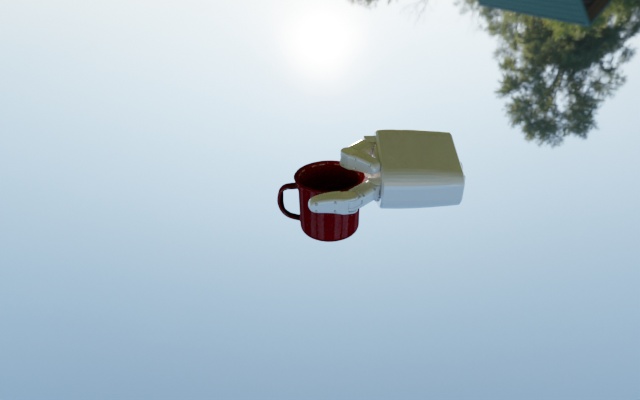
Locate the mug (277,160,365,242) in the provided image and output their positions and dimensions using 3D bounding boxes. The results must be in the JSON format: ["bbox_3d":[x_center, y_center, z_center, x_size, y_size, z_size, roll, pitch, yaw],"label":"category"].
[{"bbox_3d":[-0.001,0.002,0.643,0.117,0.081,0.093,-1,30,0],"label":"mug"}]
